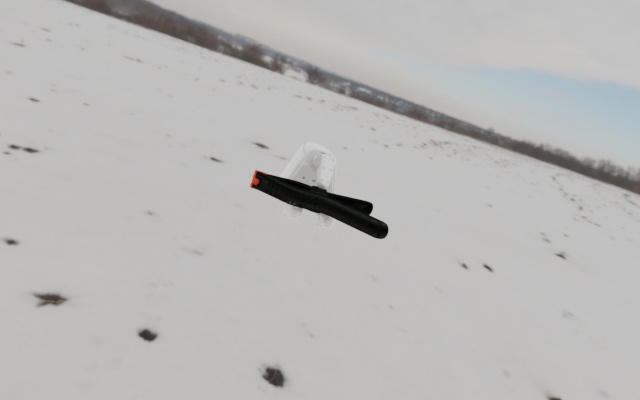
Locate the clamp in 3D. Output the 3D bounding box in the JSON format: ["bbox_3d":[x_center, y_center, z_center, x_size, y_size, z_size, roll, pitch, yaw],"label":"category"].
[{"bbox_3d":[0.000,0.001,0.709,0.210,0.036,0.164,17,9,-12],"label":"clamp"}]
